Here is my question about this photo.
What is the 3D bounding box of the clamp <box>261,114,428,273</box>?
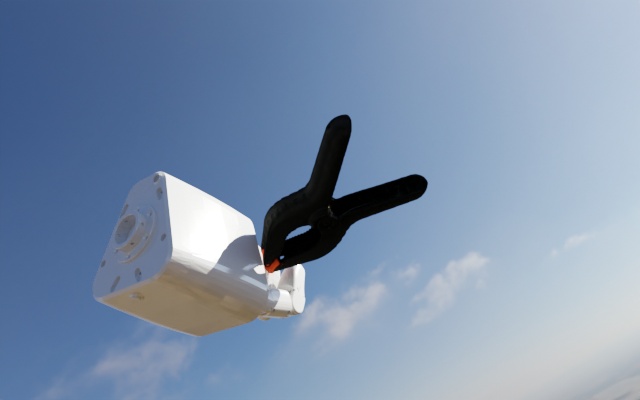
[{"bbox_3d":[0.000,0.001,0.430,0.171,0.120,0.039,-36,34,14],"label":"clamp"}]
